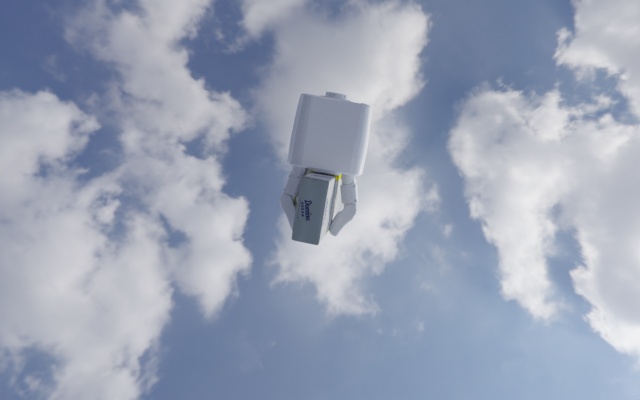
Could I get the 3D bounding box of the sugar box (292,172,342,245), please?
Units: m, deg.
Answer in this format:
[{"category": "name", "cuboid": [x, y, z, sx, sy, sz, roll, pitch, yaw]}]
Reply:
[{"category": "sugar box", "cuboid": [0.000, 0.002, 0.731, 0.048, 0.093, 0.176, 12, 9, 10]}]
